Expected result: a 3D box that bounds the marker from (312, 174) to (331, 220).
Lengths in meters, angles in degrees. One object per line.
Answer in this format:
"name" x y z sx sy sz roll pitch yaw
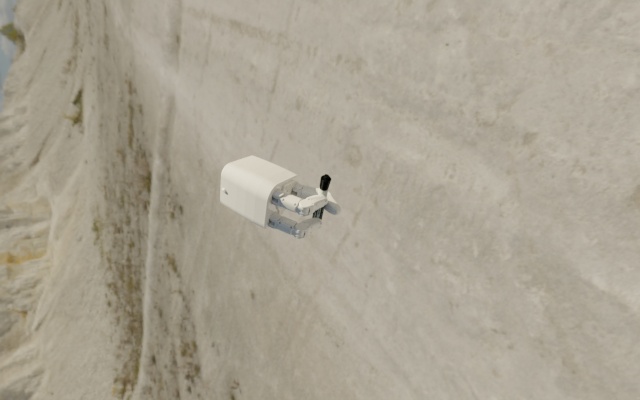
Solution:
"marker" 0.000 0.003 0.858 0.020 0.121 0.020 8 39 -6
